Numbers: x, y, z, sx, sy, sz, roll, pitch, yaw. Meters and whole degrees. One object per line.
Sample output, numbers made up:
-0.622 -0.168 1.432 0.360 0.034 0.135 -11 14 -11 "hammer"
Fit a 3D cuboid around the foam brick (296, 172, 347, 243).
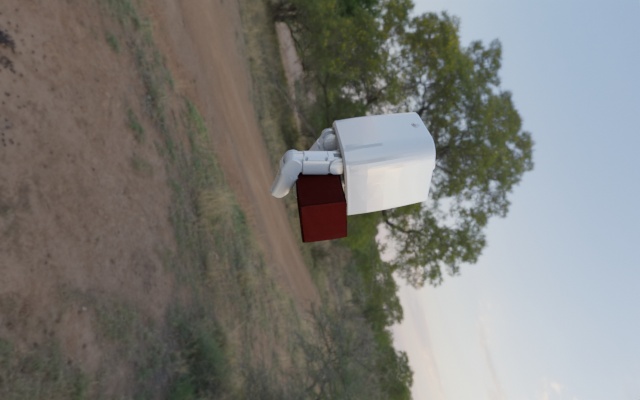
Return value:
0.000 0.002 0.545 0.051 0.053 0.078 -5 37 -4 "foam brick"
